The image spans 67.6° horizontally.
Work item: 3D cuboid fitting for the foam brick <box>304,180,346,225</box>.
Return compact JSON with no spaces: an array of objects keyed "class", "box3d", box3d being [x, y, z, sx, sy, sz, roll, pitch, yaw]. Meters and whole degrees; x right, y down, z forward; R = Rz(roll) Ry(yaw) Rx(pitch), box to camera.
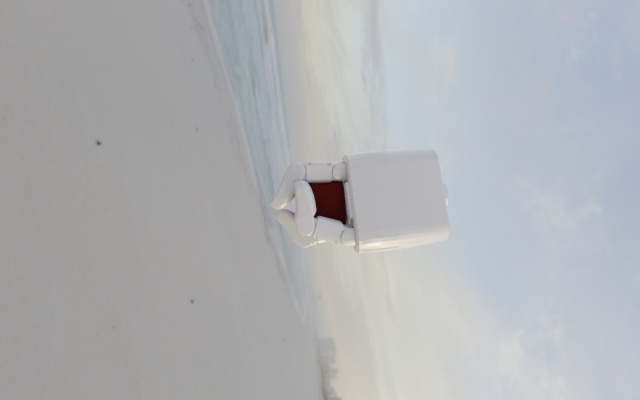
[{"class":"foam brick","box3d":[0.000,0.002,0.577,0.051,0.053,0.078,-6,8,-3]}]
